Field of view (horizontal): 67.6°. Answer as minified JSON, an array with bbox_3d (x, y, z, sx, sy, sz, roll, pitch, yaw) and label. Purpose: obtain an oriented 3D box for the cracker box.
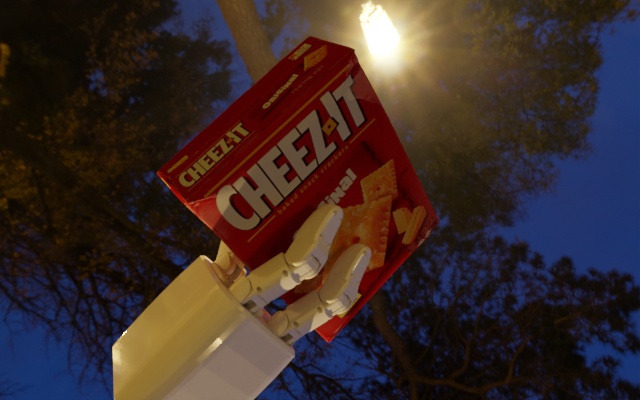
[{"bbox_3d":[0.000,0.001,0.411,0.072,0.164,0.214,34,-15,48],"label":"cracker box"}]
